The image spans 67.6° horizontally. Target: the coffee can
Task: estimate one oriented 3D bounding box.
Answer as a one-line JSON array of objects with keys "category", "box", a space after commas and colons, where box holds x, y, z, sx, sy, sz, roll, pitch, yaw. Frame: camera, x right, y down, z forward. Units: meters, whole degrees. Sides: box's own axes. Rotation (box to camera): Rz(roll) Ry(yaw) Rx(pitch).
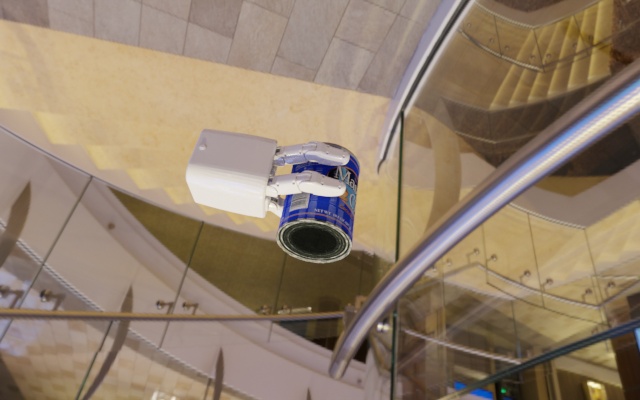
[{"category": "coffee can", "box": [0.000, 0.002, 0.678, 0.103, 0.140, 0.103, 6, -38, 5]}]
